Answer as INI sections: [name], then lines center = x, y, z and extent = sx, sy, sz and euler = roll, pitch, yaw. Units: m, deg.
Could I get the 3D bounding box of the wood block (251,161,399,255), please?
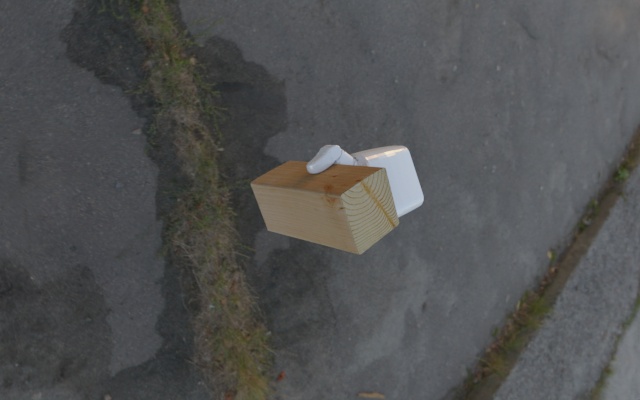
[wood block]
center = 0.000, 0.002, 0.701
extent = 0.090, 0.091, 0.206
euler = -32, 26, -34
